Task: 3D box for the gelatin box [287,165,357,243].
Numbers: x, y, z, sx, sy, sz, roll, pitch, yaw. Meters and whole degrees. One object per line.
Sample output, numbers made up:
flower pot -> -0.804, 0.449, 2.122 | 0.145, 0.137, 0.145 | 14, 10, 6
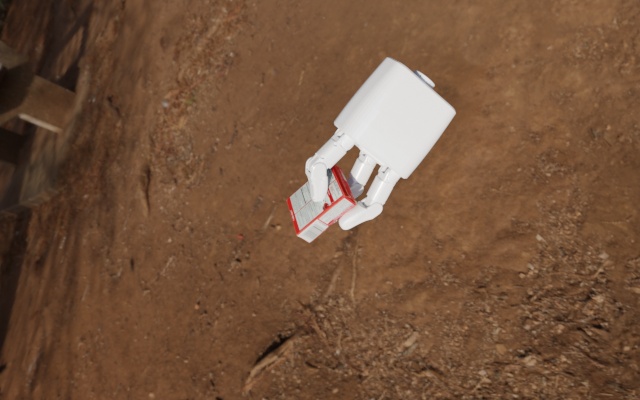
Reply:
gelatin box -> 0.000, 0.002, 0.645 | 0.089, 0.073, 0.030 | -40, -49, 18
